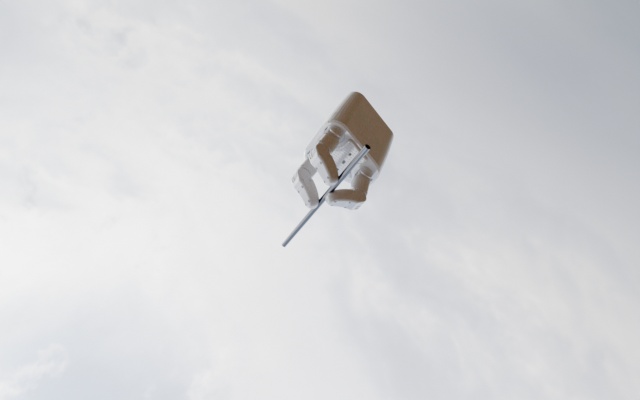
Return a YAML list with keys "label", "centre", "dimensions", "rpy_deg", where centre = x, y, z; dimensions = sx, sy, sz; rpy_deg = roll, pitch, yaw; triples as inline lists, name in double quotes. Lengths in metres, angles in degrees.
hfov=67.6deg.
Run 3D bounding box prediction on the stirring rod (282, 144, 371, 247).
- label: "stirring rod"
  centre: [0.000, 0.002, 0.655]
  dimensions: [0.011, 0.011, 0.240]
  rpy_deg: [0, -34, -34]
